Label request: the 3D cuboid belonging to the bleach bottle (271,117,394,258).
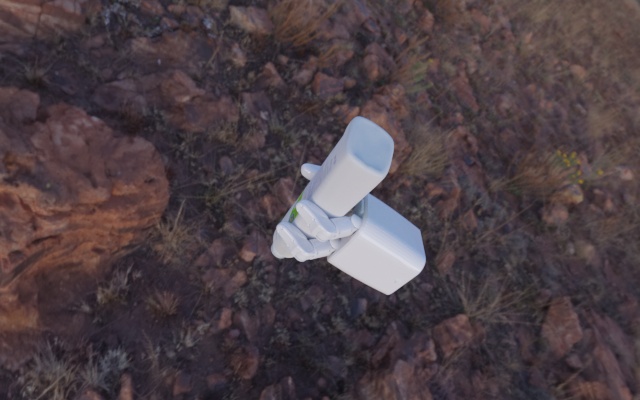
[{"bbox_3d":[0.000,0.002,0.671,0.068,0.102,0.251,32,-48,-11],"label":"bleach bottle"}]
